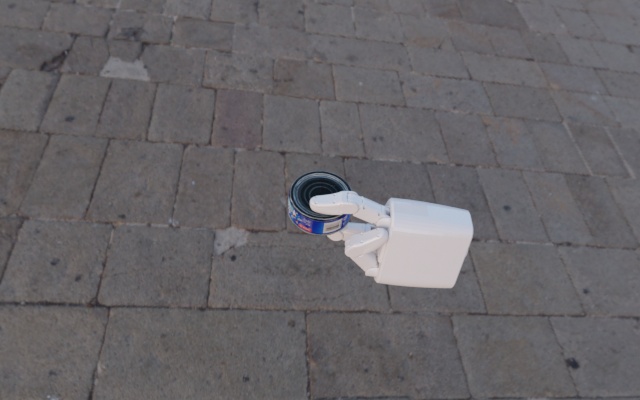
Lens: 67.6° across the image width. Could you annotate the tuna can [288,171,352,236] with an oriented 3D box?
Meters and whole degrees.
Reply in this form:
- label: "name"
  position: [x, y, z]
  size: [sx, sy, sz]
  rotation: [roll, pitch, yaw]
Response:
- label: "tuna can"
  position: [0.000, 0.002, 0.627]
  size: [0.086, 0.086, 0.034]
  rotation: [0, -39, -6]
